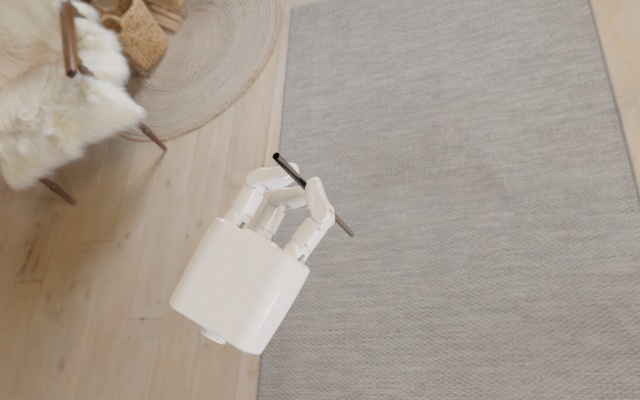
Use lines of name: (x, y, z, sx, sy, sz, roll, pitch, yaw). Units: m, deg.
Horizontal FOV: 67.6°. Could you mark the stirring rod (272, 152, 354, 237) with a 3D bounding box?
stirring rod: (0.000, 0.002, 0.577, 0.011, 0.011, 0.240, 0, -23, 24)
